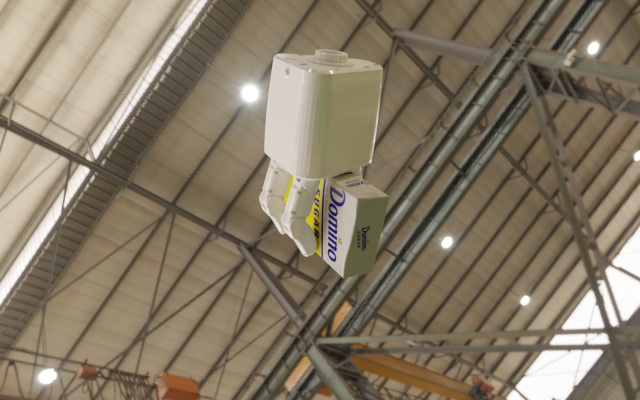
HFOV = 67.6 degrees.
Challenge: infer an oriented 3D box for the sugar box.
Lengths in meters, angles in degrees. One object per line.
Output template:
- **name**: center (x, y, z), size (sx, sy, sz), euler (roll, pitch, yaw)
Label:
- **sugar box**: center (0.000, 0.002, 0.544), size (0.048, 0.093, 0.176), euler (-6, 27, -31)
